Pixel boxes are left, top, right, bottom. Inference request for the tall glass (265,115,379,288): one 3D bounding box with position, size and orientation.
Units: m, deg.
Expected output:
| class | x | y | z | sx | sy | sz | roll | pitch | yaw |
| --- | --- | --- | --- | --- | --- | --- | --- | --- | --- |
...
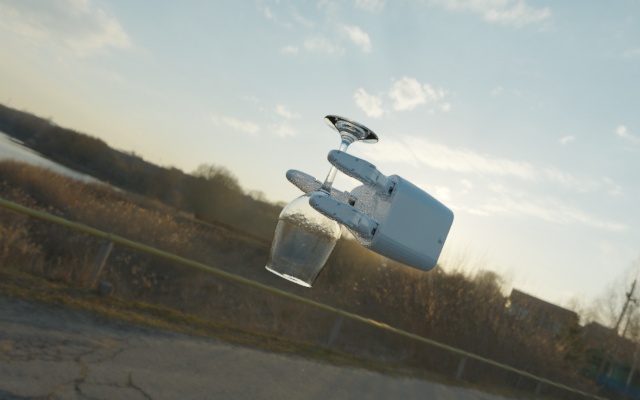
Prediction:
| class | x | y | z | sx | sy | sz | roll | pitch | yaw |
| --- | --- | --- | --- | --- | --- | --- | --- | --- | --- |
| tall glass | 0.000 | 0.001 | 0.585 | 0.079 | 0.201 | 0.079 | 23 | -6 | 3 |
